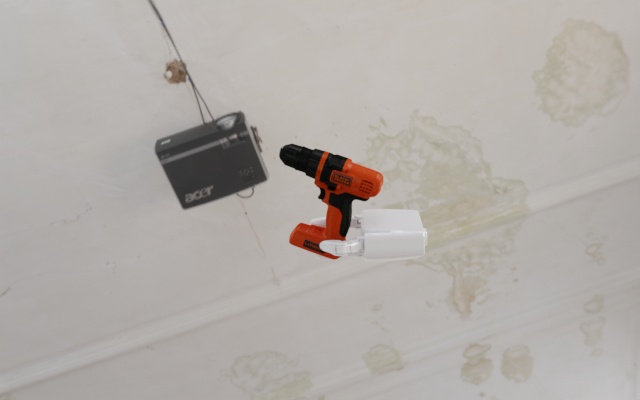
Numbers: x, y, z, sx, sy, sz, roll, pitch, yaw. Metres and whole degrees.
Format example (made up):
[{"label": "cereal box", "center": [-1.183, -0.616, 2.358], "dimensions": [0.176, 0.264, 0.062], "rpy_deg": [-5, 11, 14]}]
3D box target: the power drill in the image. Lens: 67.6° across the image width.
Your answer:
[{"label": "power drill", "center": [0.000, 0.003, 0.844], "dimensions": [0.184, 0.188, 0.057], "rpy_deg": [20, 31, 7]}]
